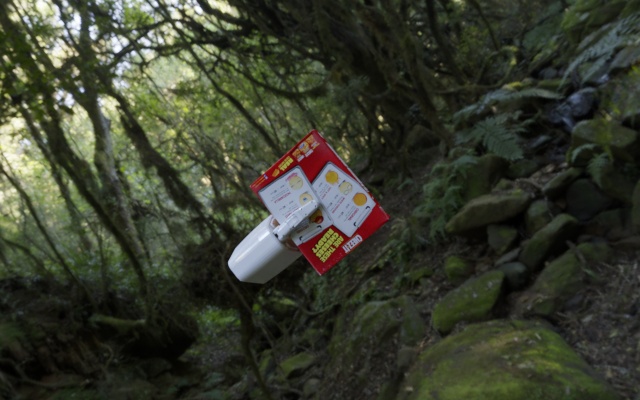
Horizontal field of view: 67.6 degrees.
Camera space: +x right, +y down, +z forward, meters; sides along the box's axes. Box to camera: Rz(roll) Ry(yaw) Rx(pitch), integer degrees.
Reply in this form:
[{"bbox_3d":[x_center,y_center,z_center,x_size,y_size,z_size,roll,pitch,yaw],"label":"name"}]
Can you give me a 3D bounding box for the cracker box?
[{"bbox_3d":[0.000,0.003,0.888,0.164,0.213,0.072,-41,-7,10],"label":"cracker box"}]
